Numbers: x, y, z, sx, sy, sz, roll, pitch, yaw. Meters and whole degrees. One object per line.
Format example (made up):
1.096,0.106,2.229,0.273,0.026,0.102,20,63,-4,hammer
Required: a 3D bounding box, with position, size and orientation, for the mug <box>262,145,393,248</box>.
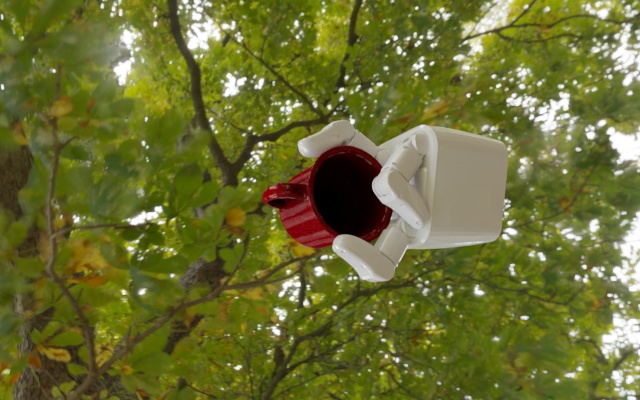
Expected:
-0.001,0.002,0.463,0.117,0.093,0.081,4,-14,-29,mug
